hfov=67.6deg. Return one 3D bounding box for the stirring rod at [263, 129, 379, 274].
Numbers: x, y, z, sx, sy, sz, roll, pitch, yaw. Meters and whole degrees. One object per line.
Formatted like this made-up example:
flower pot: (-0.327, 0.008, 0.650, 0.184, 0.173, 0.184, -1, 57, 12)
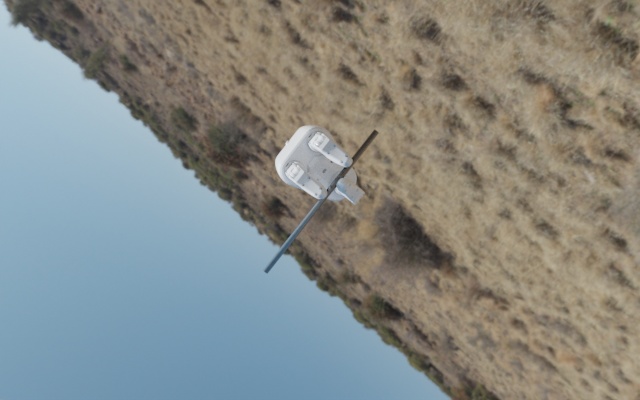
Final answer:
stirring rod: (0.000, 0.002, 0.640, 0.011, 0.239, 0.011, 38, 2, -2)
